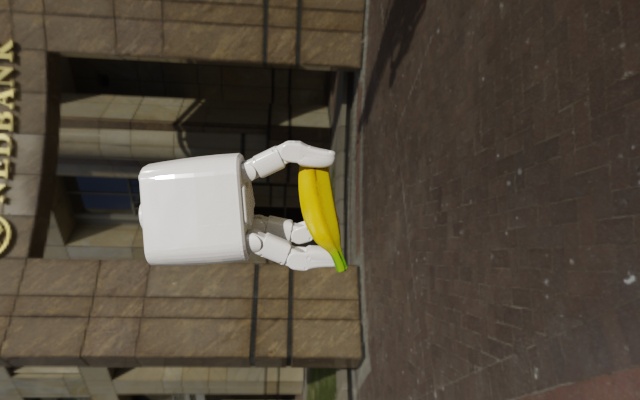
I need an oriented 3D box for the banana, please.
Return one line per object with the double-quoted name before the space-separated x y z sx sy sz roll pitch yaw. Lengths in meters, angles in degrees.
"banana" -0.003 -0.010 0.538 0.037 0.070 0.197 -12 39 4
